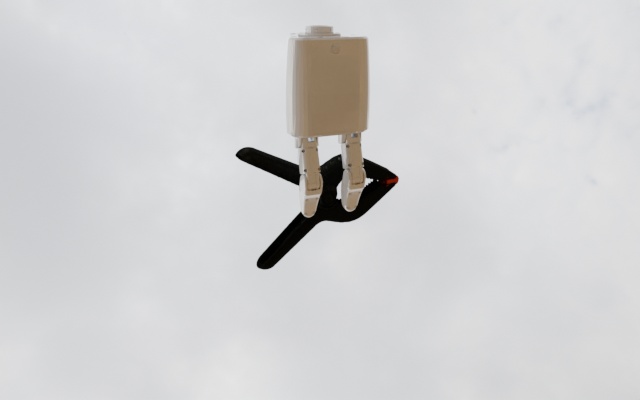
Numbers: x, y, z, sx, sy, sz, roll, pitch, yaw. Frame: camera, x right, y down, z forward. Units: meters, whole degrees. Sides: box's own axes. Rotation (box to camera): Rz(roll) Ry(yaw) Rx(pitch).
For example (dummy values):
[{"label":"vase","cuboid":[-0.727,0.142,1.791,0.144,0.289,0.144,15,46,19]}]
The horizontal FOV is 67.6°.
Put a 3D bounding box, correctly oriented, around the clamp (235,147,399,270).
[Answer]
[{"label":"clamp","cuboid":[0.000,0.001,0.610,0.210,0.165,0.036,-8,27,-19]}]
